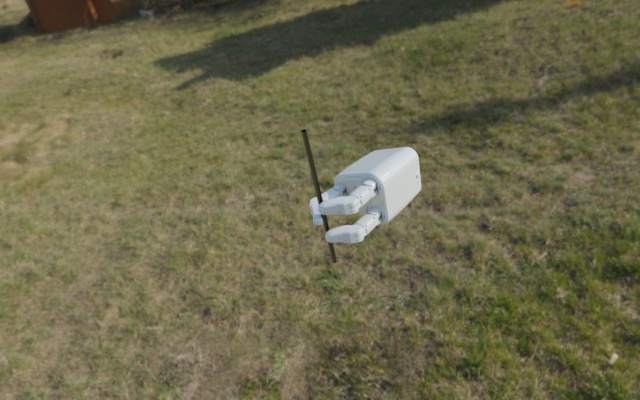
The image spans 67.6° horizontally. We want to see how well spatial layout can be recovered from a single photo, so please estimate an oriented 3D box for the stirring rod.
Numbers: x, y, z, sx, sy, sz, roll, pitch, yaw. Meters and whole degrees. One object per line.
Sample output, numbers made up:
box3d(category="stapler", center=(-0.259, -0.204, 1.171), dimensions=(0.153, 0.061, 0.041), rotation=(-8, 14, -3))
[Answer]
box3d(category="stirring rod", center=(0.000, 0.002, 0.728), dimensions=(0.011, 0.240, 0.011), rotation=(-9, 32, 6))
